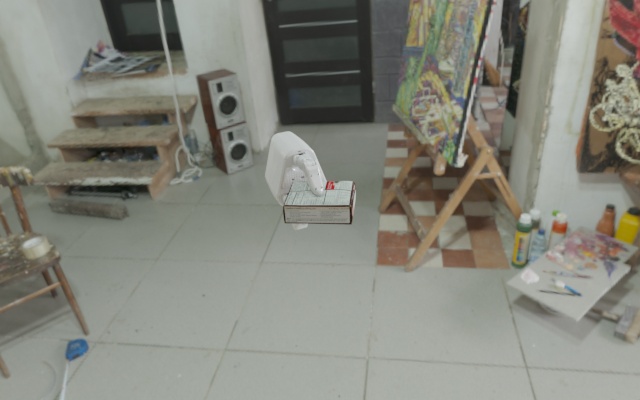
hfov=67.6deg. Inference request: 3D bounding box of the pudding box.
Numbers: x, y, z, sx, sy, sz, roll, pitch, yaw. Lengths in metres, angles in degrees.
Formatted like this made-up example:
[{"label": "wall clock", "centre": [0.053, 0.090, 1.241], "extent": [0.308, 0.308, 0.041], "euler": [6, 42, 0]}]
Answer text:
[{"label": "pudding box", "centre": [0.000, 0.002, 0.795], "extent": [0.113, 0.039, 0.090], "euler": [-1, 29, 9]}]
